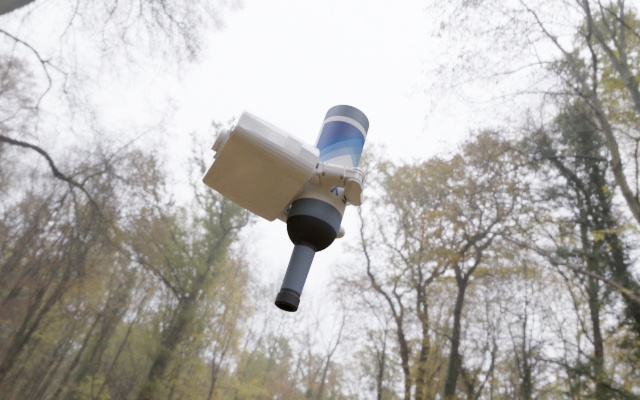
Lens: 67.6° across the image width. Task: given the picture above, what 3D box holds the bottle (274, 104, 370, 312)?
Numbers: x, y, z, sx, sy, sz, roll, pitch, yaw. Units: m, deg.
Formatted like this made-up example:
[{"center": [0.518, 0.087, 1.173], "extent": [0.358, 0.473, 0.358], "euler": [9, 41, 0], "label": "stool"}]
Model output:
[{"center": [0.000, 0.002, 0.610], "extent": [0.069, 0.295, 0.069], "euler": [13, -34, 9], "label": "bottle"}]
